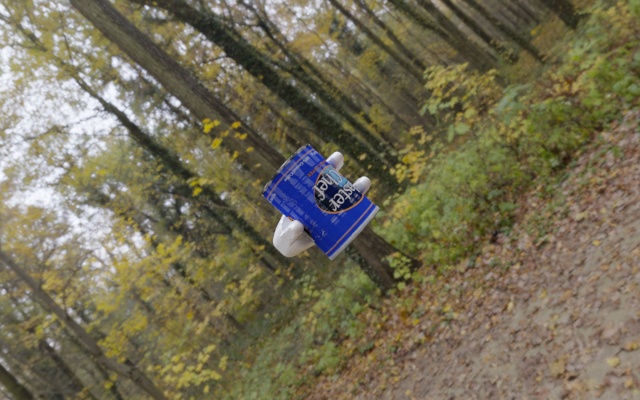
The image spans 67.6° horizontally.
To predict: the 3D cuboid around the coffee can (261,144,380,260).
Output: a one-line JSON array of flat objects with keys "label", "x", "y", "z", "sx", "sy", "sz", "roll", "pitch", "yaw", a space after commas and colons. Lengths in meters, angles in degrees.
[{"label": "coffee can", "x": 0.000, "y": 0.002, "z": 0.694, "sx": 0.140, "sy": 0.103, "sz": 0.103, "roll": 43, "pitch": 2, "yaw": 2}]
